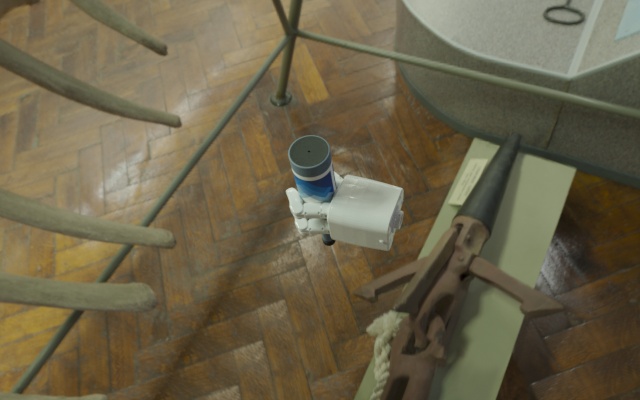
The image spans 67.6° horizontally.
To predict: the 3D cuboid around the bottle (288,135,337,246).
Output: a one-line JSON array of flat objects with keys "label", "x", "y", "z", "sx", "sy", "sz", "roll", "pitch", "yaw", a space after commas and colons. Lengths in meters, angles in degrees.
[{"label": "bottle", "x": 0.000, "y": 0.003, "z": 0.867, "sx": 0.069, "sy": 0.069, "sz": 0.296, "roll": 0, "pitch": -33, "yaw": 8}]
